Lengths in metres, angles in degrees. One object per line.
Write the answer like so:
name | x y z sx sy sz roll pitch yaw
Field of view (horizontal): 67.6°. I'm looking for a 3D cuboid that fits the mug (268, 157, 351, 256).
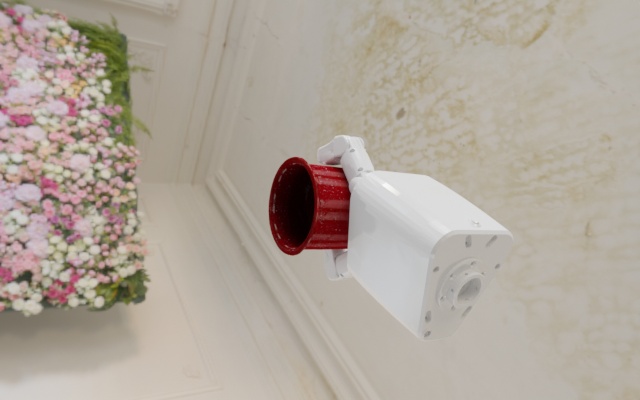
mug | 0.000 0.001 0.480 0.081 0.093 0.117 3 25 -33
